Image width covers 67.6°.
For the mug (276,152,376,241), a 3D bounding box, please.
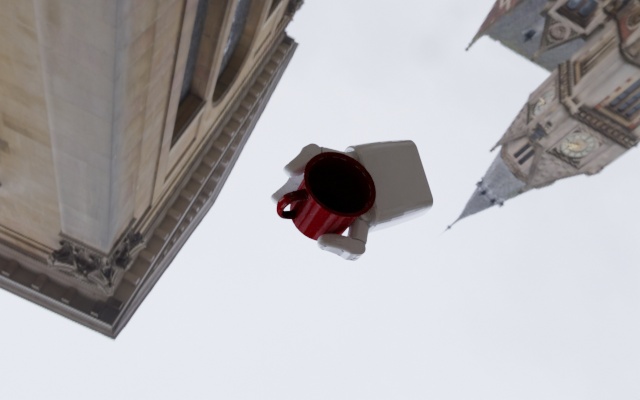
[{"bbox_3d":[-0.001,0.002,0.592,0.117,0.093,0.081,-11,-26,-30],"label":"mug"}]
